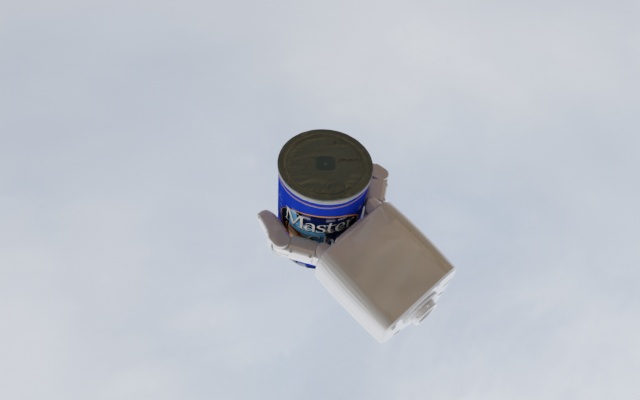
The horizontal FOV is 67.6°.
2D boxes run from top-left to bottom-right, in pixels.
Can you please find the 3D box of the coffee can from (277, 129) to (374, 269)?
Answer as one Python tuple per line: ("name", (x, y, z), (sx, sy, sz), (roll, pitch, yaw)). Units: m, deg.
("coffee can", (0.000, 0.002, 0.561), (0.103, 0.102, 0.140), (0, -37, -6))
